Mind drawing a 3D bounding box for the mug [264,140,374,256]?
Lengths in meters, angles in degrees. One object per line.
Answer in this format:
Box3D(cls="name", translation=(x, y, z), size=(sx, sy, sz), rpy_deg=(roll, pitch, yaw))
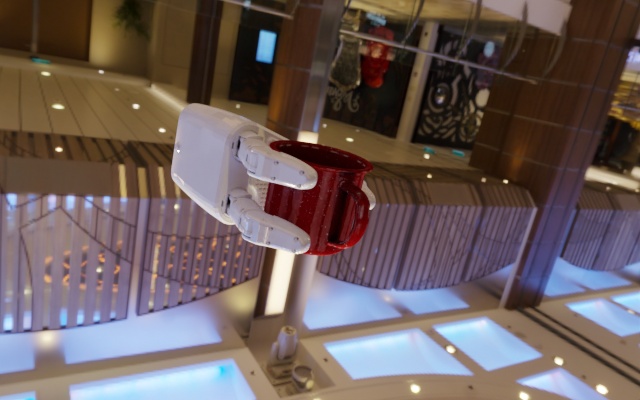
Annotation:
Box3D(cls="mug", translation=(0.001, 0.002, 0.421), size=(0.093, 0.081, 0.117), rpy_deg=(-2, 22, -41))
